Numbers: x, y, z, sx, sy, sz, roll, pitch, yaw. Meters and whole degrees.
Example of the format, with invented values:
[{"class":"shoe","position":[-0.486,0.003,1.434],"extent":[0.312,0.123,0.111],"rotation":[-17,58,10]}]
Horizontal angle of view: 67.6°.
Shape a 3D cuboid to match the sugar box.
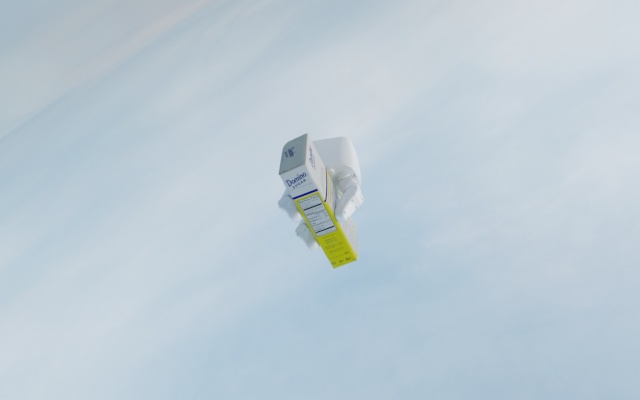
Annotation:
[{"class":"sugar box","position":[0.000,0.002,0.681],"extent":[0.048,0.176,0.093],"rotation":[-23,29,15]}]
